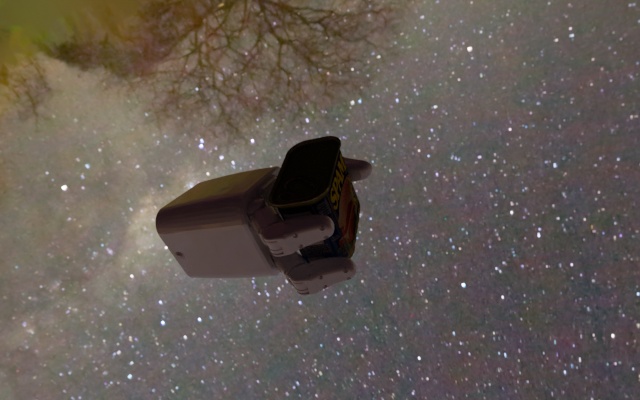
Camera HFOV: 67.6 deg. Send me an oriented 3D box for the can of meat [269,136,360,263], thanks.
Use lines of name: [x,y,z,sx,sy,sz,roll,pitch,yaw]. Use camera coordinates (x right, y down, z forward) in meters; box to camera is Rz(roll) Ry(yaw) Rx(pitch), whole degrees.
can of meat: [0.000,0.002,0.461,0.057,0.084,0.102,-9,37,20]
